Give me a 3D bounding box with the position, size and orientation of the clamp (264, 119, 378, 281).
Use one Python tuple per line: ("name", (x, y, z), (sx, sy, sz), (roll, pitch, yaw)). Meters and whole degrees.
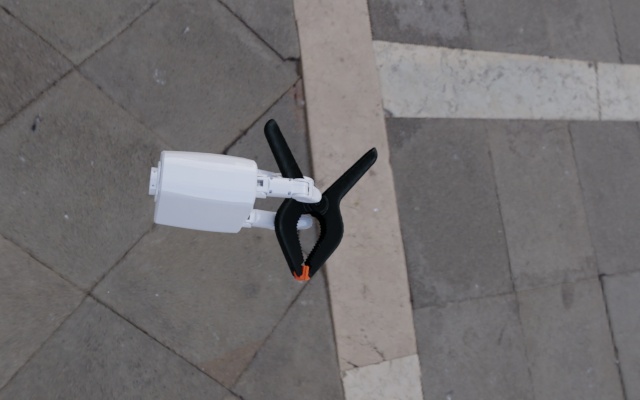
("clamp", (0.000, 0.002, 0.638), (0.164, 0.210, 0.036), (6, -12, -18))
